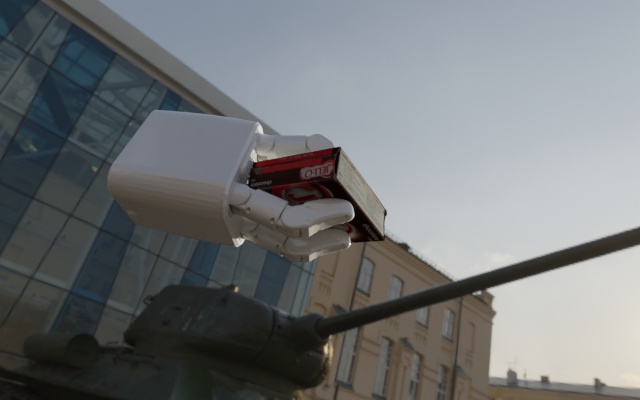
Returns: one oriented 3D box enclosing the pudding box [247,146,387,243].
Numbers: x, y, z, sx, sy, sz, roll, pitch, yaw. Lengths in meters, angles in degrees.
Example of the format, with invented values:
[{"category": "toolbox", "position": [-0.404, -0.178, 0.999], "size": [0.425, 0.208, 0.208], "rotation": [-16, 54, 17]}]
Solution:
[{"category": "pudding box", "position": [0.000, 0.001, 0.439], "size": [0.090, 0.039, 0.113], "rotation": [-6, -31, 29]}]
